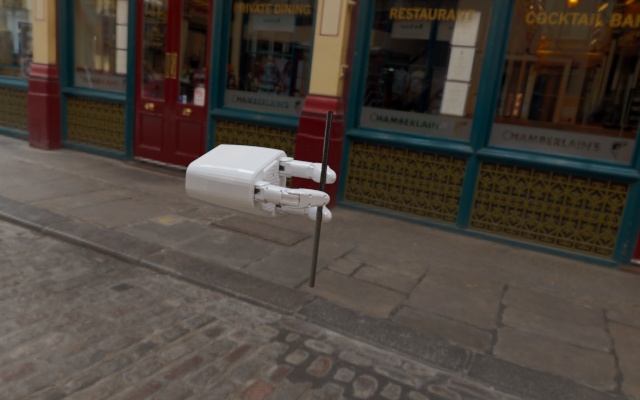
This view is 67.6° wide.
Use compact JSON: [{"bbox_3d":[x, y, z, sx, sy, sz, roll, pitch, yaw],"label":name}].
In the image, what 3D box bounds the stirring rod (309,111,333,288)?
[{"bbox_3d":[0.000,0.002,0.638,0.011,0.239,0.011,6,12,-1],"label":"stirring rod"}]
